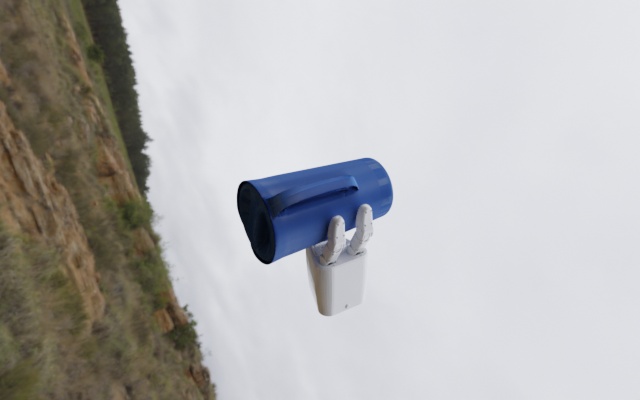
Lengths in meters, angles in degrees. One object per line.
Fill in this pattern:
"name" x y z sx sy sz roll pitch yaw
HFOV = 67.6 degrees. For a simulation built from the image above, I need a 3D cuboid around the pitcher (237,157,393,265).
"pitcher" 0.000 0.003 0.770 0.243 0.145 0.149 -17 32 -28
